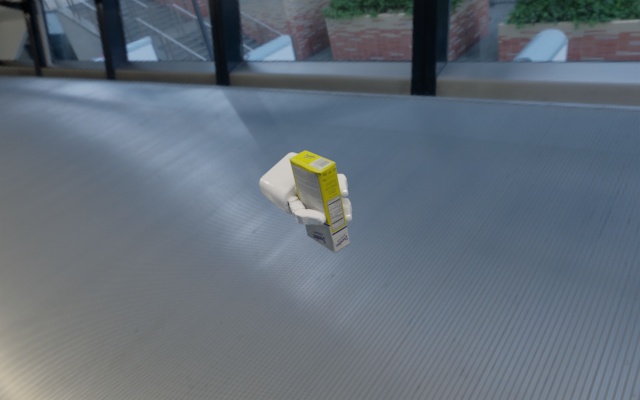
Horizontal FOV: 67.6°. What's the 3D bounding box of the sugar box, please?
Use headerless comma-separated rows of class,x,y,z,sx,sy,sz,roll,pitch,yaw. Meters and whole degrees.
sugar box,0.000,0.003,0.888,0.048,0.176,0.093,-31,36,-25
